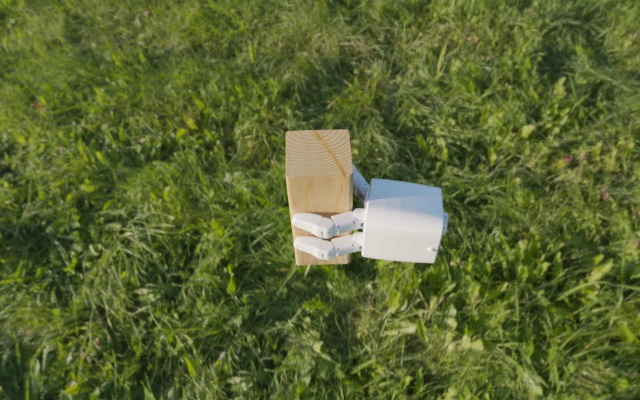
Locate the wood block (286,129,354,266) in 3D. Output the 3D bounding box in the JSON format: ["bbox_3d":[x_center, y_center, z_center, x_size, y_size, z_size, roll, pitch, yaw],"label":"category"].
[{"bbox_3d":[0.001,0.002,0.713,0.090,0.090,0.206,-2,-41,0],"label":"wood block"}]
